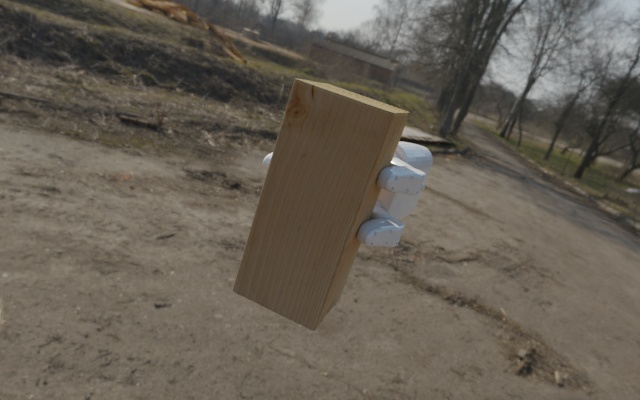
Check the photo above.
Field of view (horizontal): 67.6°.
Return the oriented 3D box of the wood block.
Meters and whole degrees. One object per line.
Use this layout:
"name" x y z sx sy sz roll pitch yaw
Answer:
"wood block" 0.000 0.001 0.452 0.091 0.206 0.090 23 17 14
